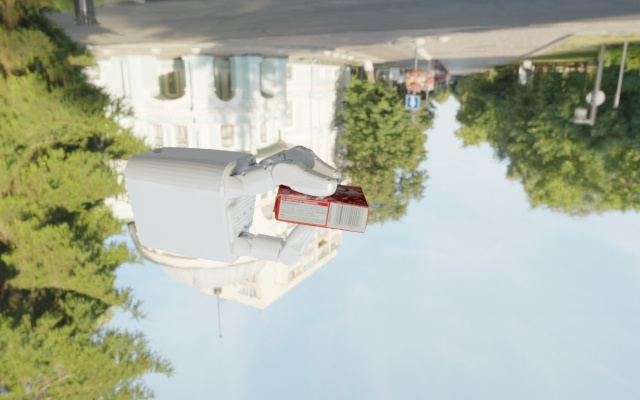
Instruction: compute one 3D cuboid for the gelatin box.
[{"bbox_3d":[0.000,0.002,0.476,0.089,0.030,0.073,9,16,-4],"label":"gelatin box"}]
